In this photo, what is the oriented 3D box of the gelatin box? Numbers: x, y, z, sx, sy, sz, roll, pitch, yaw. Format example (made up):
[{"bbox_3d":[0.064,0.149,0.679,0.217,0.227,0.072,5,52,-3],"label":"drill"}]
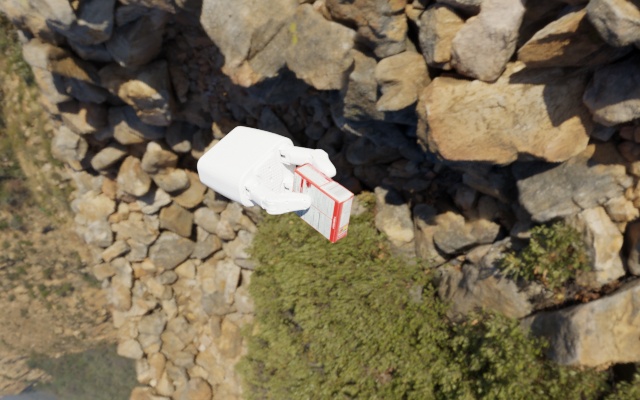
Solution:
[{"bbox_3d":[0.000,0.002,0.640,0.030,0.073,0.089,-29,52,-35],"label":"gelatin box"}]
